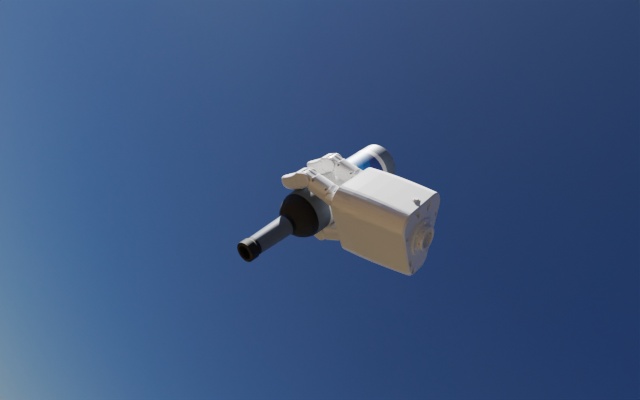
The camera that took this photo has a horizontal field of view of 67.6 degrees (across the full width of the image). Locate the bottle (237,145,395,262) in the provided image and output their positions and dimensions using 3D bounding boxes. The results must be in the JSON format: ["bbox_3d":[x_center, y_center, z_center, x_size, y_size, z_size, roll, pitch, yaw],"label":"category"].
[{"bbox_3d":[0.000,0.002,0.679,0.069,0.069,0.295,0,25,44],"label":"bottle"}]
